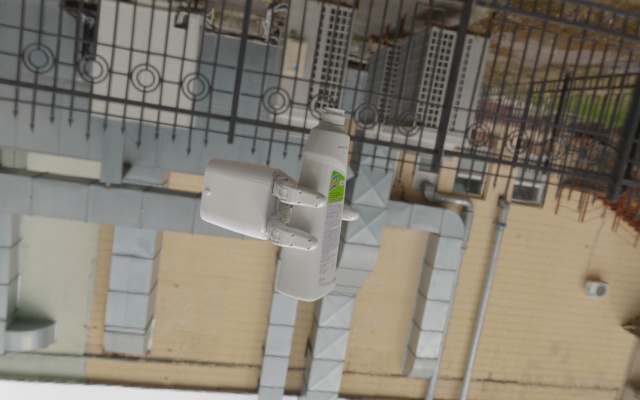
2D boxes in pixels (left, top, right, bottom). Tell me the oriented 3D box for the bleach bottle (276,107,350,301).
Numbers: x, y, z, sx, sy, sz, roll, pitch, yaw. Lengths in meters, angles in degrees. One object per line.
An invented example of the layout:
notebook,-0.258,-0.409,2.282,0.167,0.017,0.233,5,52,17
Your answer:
bleach bottle,0.000,0.002,0.647,0.068,0.251,0.102,13,10,19
